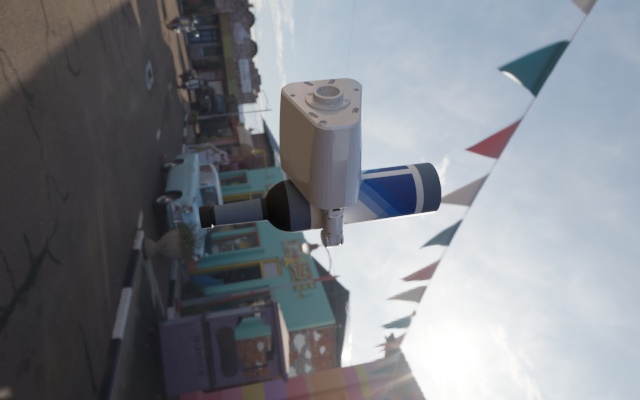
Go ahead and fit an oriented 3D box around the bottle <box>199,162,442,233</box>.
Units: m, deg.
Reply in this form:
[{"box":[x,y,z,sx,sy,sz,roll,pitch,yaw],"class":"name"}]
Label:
[{"box":[0.000,0.002,0.597,0.296,0.069,0.069,-7,1,-10],"class":"bottle"}]
